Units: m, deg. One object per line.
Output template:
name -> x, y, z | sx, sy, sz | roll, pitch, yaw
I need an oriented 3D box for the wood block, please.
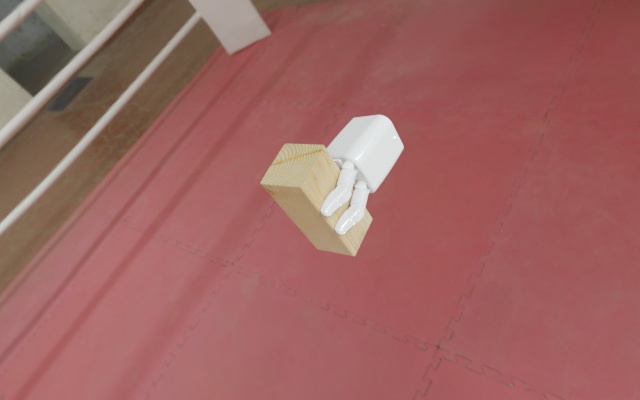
wood block -> 0.000, 0.002, 0.838 | 0.091, 0.090, 0.206 | 7, -32, 38
